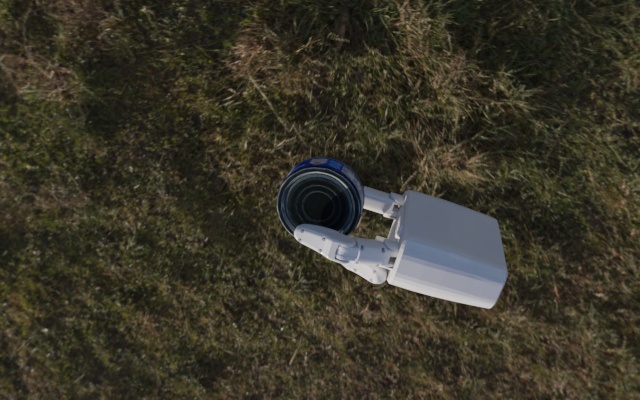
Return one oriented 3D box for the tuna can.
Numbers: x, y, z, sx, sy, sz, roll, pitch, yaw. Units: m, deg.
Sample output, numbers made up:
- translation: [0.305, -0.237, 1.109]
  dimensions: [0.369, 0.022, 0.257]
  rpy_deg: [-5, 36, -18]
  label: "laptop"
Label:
- translation: [0.000, 0.002, 0.477]
  dimensions: [0.086, 0.086, 0.033]
  rpy_deg: [0, 20, 10]
  label: "tuna can"
